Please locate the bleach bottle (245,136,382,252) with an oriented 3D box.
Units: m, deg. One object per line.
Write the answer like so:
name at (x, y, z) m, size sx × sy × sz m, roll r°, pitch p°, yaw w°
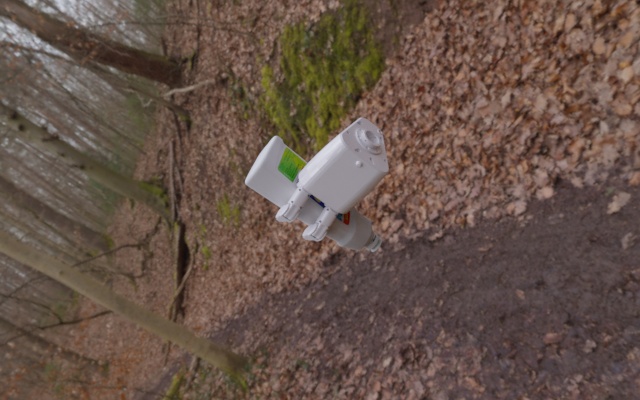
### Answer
bleach bottle at (0.000, 0.003, 0.805) m, size 0.251 × 0.102 × 0.068 m, roll 35°, pitch -51°, yaw -14°
